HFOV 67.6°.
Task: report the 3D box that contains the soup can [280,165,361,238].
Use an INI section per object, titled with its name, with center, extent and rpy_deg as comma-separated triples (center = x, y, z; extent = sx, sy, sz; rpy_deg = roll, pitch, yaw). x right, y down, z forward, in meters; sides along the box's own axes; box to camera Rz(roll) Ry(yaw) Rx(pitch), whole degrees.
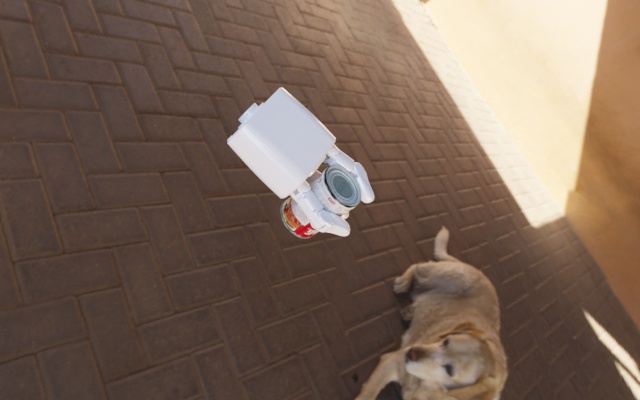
[soup can]
center = 0.001, 0.003, 0.680
extent = 0.068, 0.068, 0.102
rpy_deg = 0, -28, -46
